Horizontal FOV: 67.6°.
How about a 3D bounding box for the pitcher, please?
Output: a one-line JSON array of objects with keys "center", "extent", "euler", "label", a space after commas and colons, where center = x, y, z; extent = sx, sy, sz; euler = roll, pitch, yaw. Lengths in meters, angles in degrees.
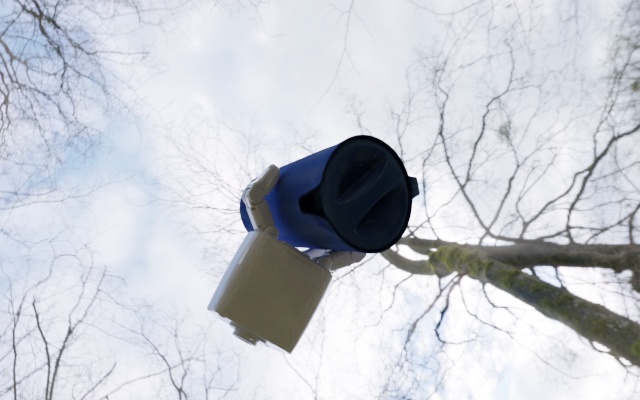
[{"center": [0.000, 0.002, 0.630], "extent": [0.149, 0.145, 0.243], "euler": [40, -25, -25], "label": "pitcher"}]
